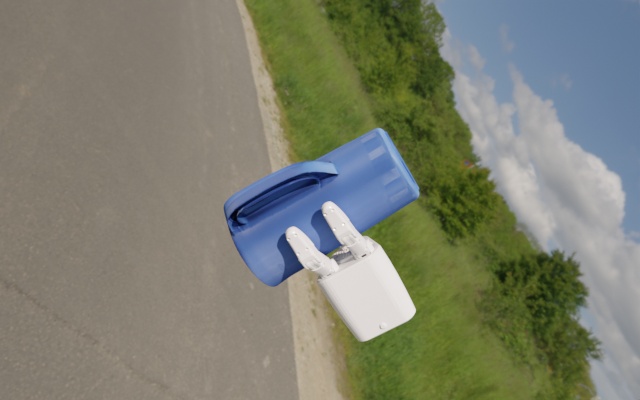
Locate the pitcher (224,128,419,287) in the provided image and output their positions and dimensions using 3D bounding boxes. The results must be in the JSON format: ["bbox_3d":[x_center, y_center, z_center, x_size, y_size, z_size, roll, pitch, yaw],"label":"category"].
[{"bbox_3d":[0.000,0.002,0.641,0.243,0.145,0.149,-30,9,11],"label":"pitcher"}]
